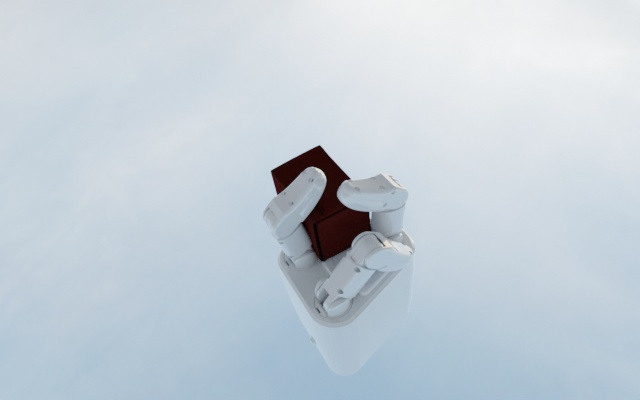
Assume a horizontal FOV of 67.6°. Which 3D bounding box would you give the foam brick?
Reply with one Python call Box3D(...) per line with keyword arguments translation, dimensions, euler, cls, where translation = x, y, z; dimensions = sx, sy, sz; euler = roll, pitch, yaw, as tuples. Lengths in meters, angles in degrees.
Box3D(translation=(0.000, 0.001, 0.410), dimensions=(0.053, 0.051, 0.078), euler=(-27, 49, -14), cls="foam brick")
